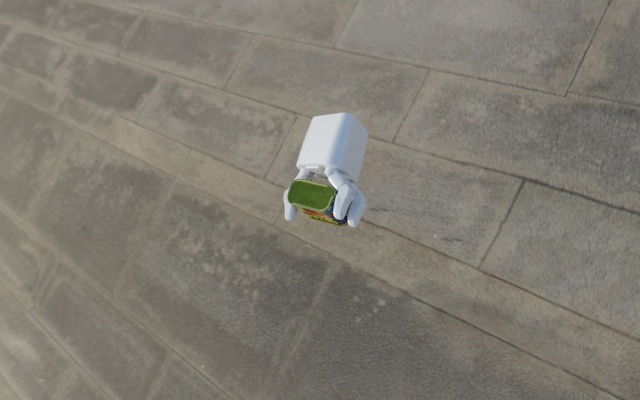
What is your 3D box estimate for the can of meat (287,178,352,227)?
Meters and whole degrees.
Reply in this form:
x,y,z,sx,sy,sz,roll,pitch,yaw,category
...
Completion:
x,y,z,sx,sy,sz,roll,pitch,yaw,category
0.000,0.003,0.873,0.102,0.057,0.084,14,-12,32,can of meat
